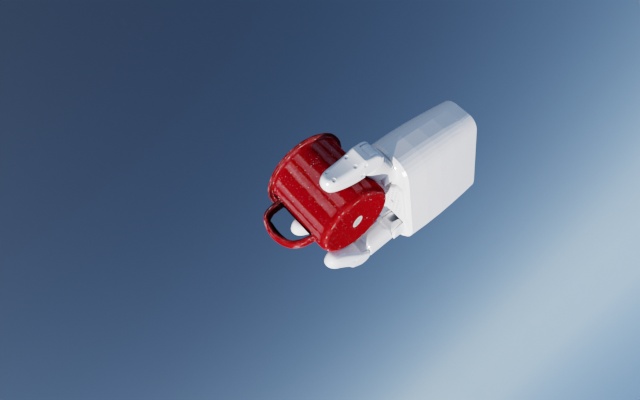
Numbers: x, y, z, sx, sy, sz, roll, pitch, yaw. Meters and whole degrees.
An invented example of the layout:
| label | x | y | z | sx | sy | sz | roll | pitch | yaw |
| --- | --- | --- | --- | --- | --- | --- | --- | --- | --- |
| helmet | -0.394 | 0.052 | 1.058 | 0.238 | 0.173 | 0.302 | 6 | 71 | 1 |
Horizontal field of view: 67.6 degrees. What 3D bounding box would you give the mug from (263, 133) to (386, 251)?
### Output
| label | x | y | z | sx | sy | sz | roll | pitch | yaw |
| --- | --- | --- | --- | --- | --- | --- | --- | --- | --- |
| mug | -0.001 | 0.002 | 0.465 | 0.117 | 0.081 | 0.093 | -35 | -27 | -17 |
